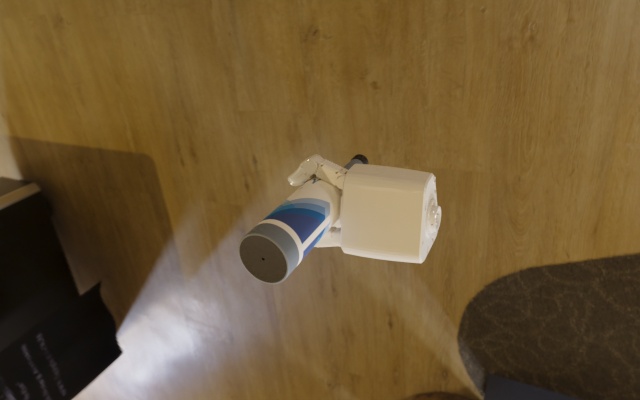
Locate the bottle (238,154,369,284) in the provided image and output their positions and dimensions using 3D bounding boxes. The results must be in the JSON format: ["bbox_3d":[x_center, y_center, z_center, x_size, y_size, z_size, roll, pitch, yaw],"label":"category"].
[{"bbox_3d":[0.000,0.002,0.646,0.069,0.069,0.295,0,26,29],"label":"bottle"}]
